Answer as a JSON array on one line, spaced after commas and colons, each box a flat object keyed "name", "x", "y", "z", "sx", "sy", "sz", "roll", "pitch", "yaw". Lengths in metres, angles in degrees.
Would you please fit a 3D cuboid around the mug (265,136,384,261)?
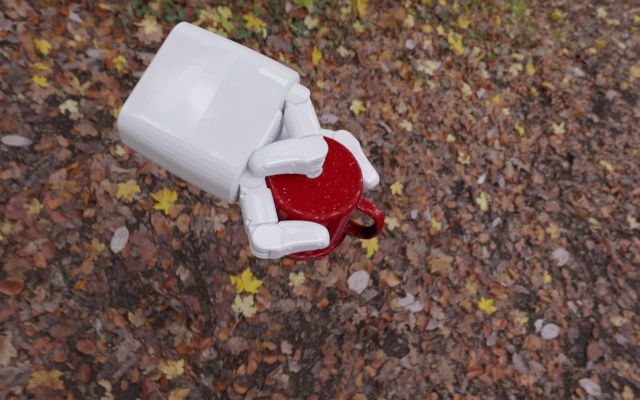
[{"name": "mug", "x": 0.001, "y": 0.002, "z": 0.415, "sx": 0.117, "sy": 0.093, "sz": 0.081, "roll": 26, "pitch": -28, "yaw": 2}]
